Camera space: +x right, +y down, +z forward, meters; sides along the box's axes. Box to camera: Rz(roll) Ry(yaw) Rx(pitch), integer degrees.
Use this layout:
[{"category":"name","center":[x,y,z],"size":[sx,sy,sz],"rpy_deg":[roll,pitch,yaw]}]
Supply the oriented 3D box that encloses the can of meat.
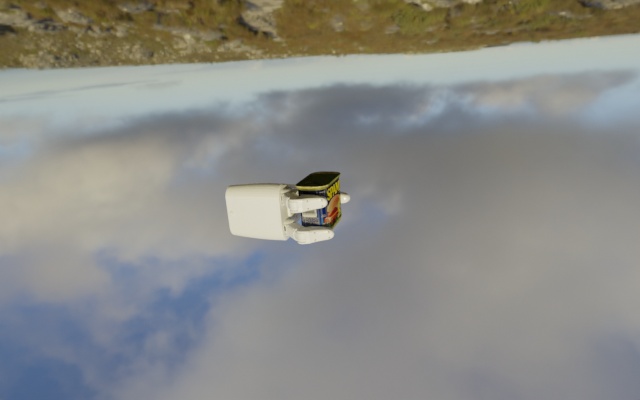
[{"category":"can of meat","center":[0.000,0.003,0.820],"size":[0.057,0.084,0.102],"rpy_deg":[1,18,19]}]
